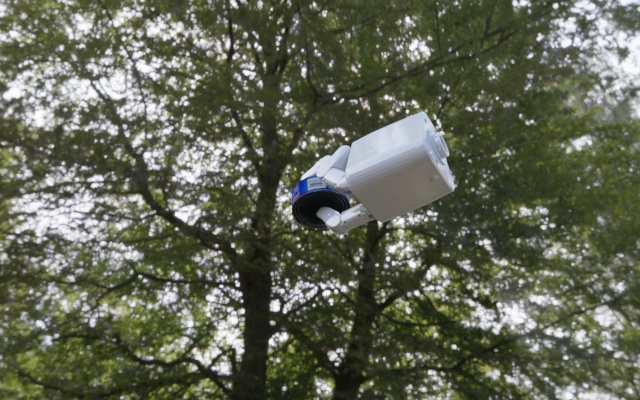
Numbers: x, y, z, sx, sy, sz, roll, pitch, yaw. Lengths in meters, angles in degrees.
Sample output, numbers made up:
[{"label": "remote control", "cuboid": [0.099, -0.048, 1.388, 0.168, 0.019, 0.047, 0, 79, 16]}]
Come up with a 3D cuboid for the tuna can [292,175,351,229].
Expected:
[{"label": "tuna can", "cuboid": [0.000, 0.002, 0.699, 0.086, 0.033, 0.086, -3, -41, -2]}]
